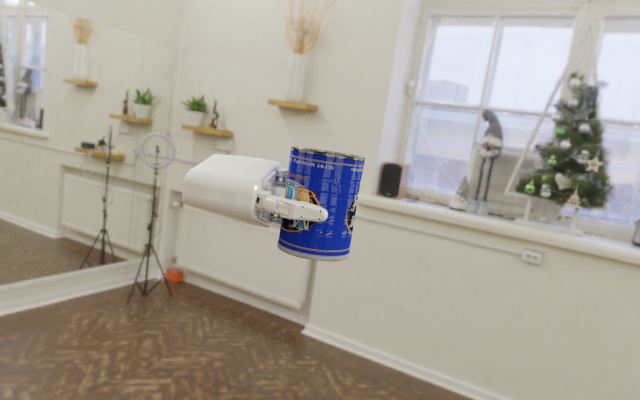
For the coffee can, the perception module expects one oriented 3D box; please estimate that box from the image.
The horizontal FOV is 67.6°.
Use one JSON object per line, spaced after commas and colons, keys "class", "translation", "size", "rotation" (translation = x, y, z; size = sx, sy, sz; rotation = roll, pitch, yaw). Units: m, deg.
{"class": "coffee can", "translation": [0.000, 0.002, 0.660], "size": [0.103, 0.140, 0.103], "rotation": [8, 8, -1]}
